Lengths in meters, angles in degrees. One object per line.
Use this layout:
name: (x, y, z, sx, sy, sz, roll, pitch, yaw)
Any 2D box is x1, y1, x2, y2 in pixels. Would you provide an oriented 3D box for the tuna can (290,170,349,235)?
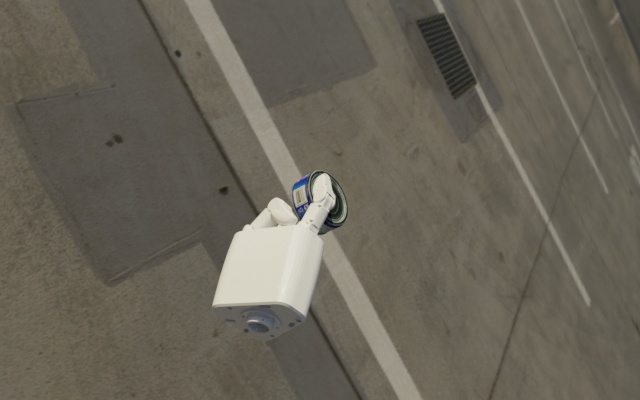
tuna can: (0.001, 0.002, 0.661, 0.034, 0.086, 0.086, -27, -16, 34)
